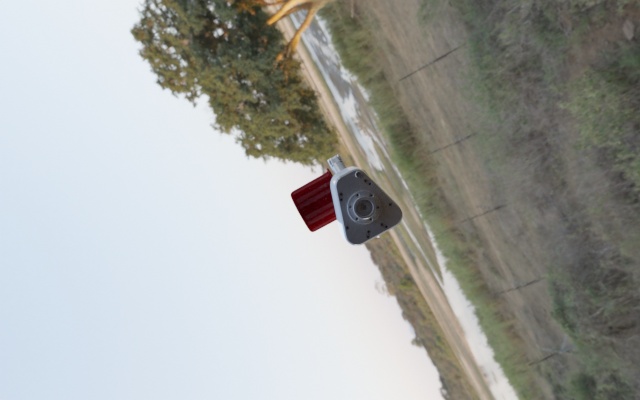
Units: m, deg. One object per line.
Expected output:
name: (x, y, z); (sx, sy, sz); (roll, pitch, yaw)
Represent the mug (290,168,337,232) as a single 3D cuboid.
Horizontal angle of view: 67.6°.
mug: (0.000, 0.003, 0.852); (0.081, 0.093, 0.117); (-29, 1, 1)
